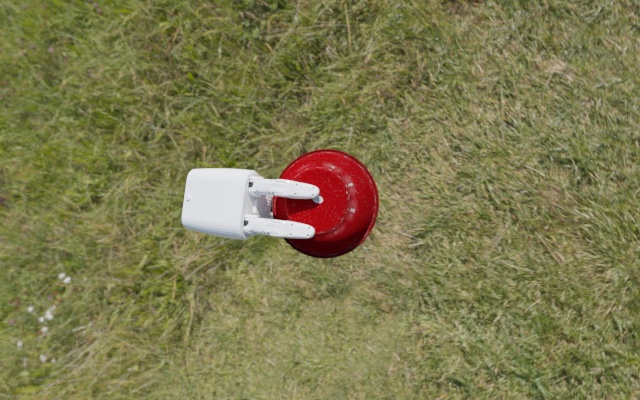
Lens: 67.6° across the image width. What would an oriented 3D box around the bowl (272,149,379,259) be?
[{"bbox_3d":[0.001,0.002,0.677,0.162,0.162,0.055,0,-5,12],"label":"bowl"}]
